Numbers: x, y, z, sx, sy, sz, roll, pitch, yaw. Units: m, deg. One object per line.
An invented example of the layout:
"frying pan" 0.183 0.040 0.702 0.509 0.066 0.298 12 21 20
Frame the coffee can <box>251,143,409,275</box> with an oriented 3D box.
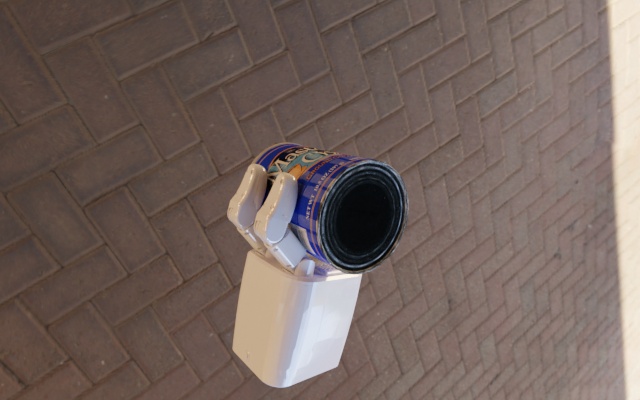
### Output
"coffee can" 0.000 0.001 0.469 0.103 0.103 0.140 0 12 -36
